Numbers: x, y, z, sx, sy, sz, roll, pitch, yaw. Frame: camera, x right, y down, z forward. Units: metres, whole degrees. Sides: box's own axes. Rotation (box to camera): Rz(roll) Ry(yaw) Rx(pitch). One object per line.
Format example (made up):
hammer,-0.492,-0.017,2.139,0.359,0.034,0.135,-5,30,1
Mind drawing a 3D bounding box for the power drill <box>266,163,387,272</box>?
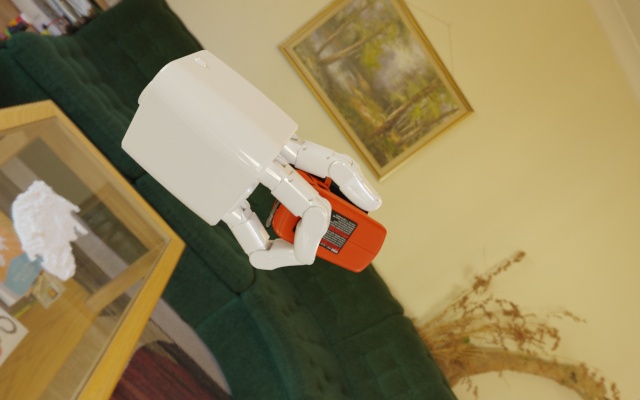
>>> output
power drill,0.000,0.002,0.508,0.184,0.057,0.187,27,11,-23
